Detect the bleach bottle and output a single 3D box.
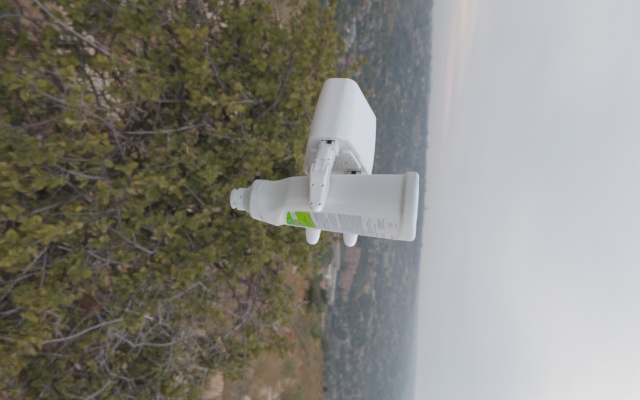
[{"bbox_3d":[0.000,0.002,0.631,0.251,0.068,0.103,4,-28,12],"label":"bleach bottle"}]
